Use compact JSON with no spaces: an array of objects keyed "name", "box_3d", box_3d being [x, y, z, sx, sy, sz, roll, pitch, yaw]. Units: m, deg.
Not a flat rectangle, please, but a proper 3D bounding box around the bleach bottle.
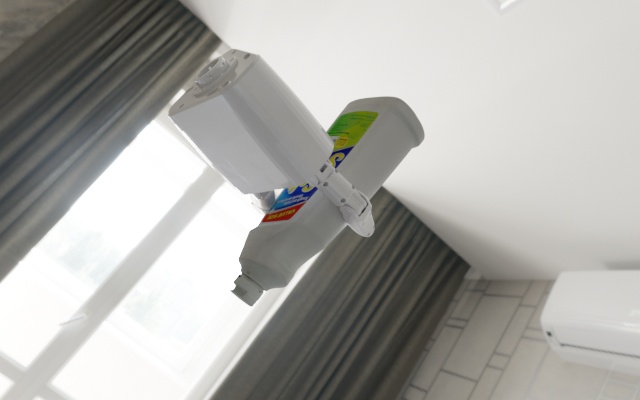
[{"name":"bleach bottle","box_3d":[0.000,0.002,0.494,0.102,0.250,0.068,11,-32,53]}]
